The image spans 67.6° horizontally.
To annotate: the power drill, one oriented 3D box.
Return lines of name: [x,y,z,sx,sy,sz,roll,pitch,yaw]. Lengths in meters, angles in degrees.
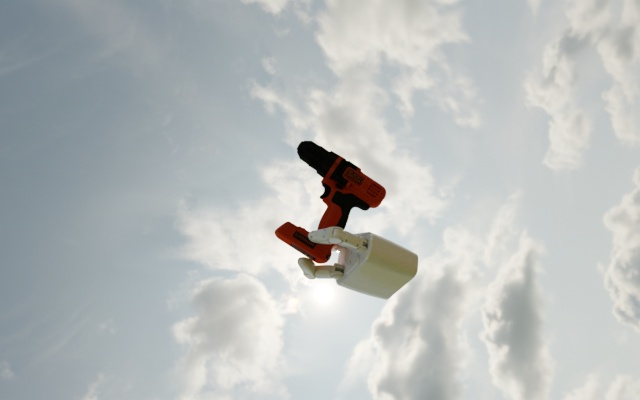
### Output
power drill: [0.000,0.003,0.851,0.184,0.187,0.057,33,-14,5]
